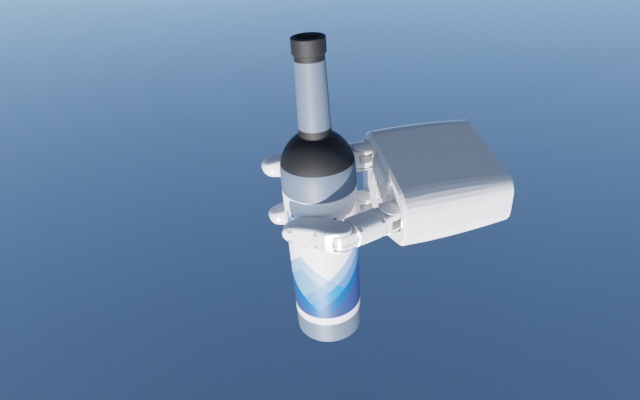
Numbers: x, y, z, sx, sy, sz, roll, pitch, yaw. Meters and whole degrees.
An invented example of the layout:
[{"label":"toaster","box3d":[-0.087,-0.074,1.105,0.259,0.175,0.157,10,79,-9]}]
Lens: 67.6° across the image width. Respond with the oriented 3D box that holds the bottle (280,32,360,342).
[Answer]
[{"label":"bottle","box3d":[0.000,0.002,0.435,0.069,0.296,0.069,-3,32,2]}]
